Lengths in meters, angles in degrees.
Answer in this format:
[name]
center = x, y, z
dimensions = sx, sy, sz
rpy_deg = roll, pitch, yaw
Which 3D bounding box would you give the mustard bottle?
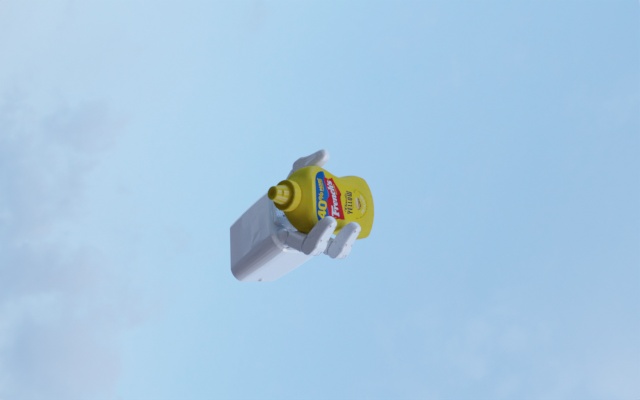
[mustard bottle]
center = 0.001, 0.002, 0.668
dimensions = 0.058, 0.096, 0.191
rpy_deg = -10, -13, 39
